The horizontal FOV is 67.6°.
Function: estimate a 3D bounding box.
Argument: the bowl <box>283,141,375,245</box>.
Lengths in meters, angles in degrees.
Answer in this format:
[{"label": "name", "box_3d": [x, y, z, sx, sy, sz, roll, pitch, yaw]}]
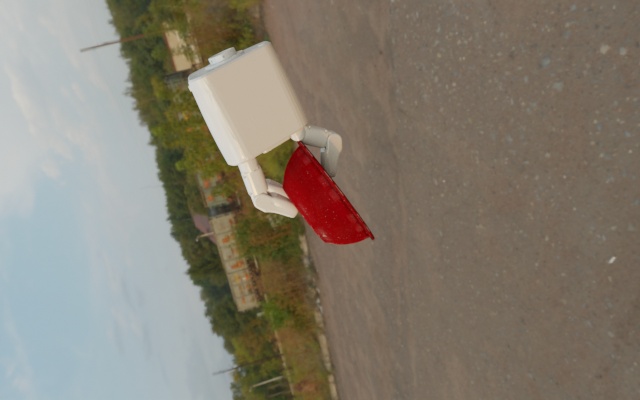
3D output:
[{"label": "bowl", "box_3d": [0.001, 0.003, 0.614, 0.055, 0.162, 0.162, -38, 0, 0]}]
